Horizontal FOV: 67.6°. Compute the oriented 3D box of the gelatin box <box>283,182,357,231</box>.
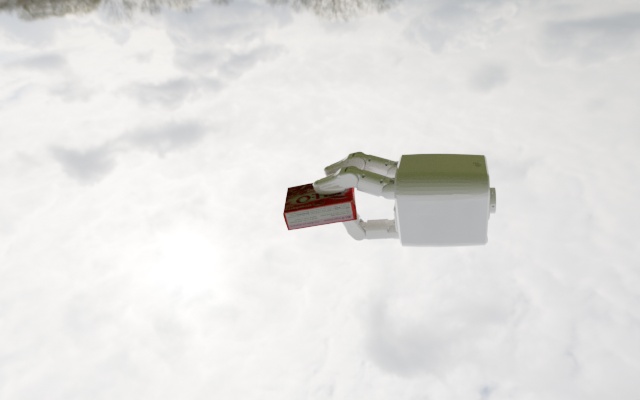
[{"bbox_3d":[0.000,0.002,0.606,0.089,0.030,0.073,-10,26,6],"label":"gelatin box"}]
